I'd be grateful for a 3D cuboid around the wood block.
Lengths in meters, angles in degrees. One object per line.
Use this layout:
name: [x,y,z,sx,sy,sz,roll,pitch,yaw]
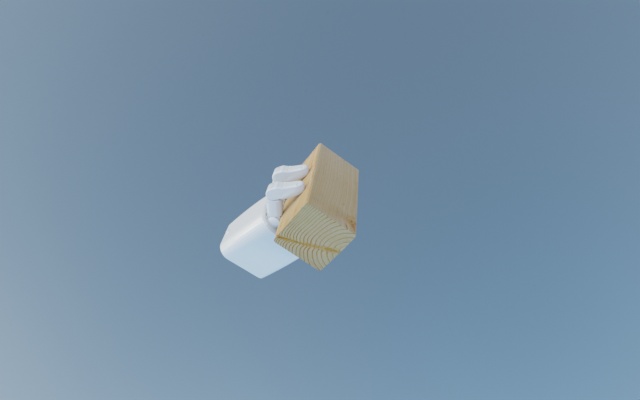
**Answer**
wood block: [0.000,0.003,0.779,0.091,0.090,0.206,35,28,-15]
